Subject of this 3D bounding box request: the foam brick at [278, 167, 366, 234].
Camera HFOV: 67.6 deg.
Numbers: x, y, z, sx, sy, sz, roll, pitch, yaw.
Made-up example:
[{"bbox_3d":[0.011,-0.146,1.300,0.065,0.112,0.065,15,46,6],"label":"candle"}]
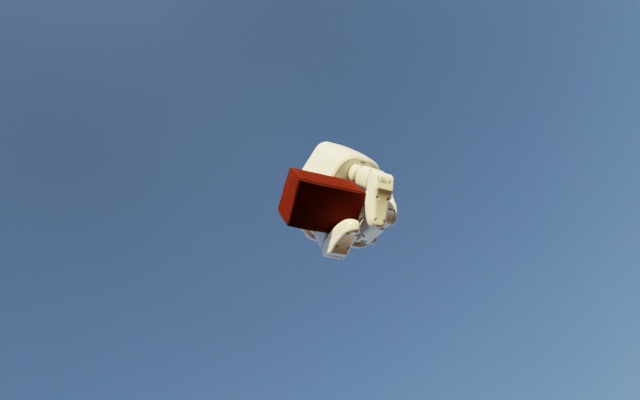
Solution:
[{"bbox_3d":[0.000,0.002,0.515,0.078,0.053,0.051,12,15,-21],"label":"foam brick"}]
